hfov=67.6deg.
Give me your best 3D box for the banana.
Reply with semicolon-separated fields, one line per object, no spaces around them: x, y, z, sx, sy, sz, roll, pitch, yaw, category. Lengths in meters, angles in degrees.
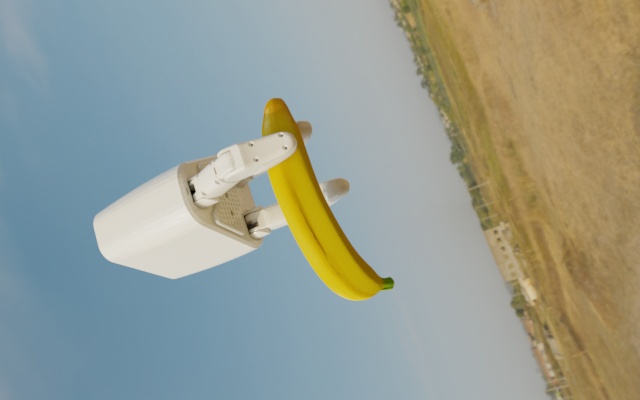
-0.003;0.010;0.391;0.037;0.198;0.069;-26;11;22;banana
